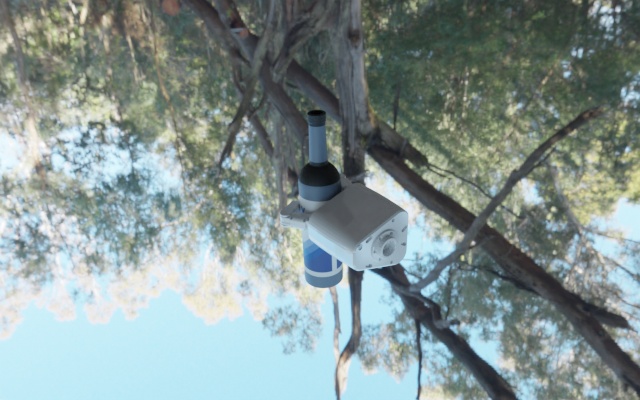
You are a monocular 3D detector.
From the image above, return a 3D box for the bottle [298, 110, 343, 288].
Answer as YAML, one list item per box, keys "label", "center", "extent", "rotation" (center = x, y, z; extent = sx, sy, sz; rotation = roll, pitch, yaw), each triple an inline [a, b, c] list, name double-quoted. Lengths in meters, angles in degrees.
- label: "bottle"
  center: [0.000, 0.003, 0.759]
  extent: [0.069, 0.296, 0.069]
  rotation: [-2, 28, 1]
